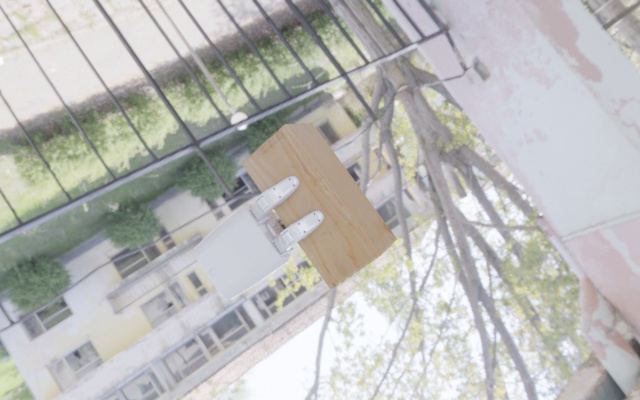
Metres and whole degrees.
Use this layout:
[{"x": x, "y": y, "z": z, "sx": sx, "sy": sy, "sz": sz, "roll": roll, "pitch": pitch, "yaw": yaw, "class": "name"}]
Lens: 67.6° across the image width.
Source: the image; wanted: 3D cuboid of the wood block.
[{"x": 0.000, "y": 0.002, "z": 0.656, "sx": 0.090, "sy": 0.206, "sz": 0.091, "roll": -38, "pitch": -6, "yaw": 24, "class": "wood block"}]
